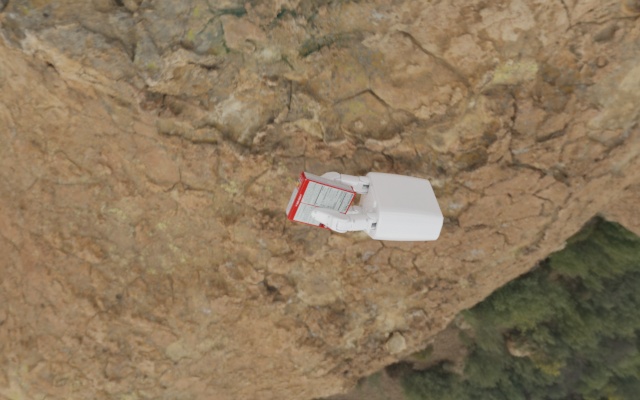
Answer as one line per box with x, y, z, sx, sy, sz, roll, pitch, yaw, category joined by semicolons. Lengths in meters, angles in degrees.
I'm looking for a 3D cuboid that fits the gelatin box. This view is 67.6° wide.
0.000;0.003;0.736;0.089;0.073;0.030;14;25;-22;gelatin box
